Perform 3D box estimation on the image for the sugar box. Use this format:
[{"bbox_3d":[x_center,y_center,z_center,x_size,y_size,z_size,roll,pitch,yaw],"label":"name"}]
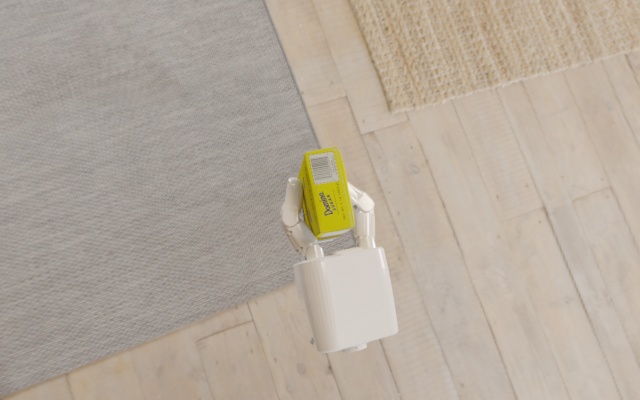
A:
[{"bbox_3d":[0.000,0.002,0.598,0.048,0.093,0.176,-9,-9,-10],"label":"sugar box"}]
